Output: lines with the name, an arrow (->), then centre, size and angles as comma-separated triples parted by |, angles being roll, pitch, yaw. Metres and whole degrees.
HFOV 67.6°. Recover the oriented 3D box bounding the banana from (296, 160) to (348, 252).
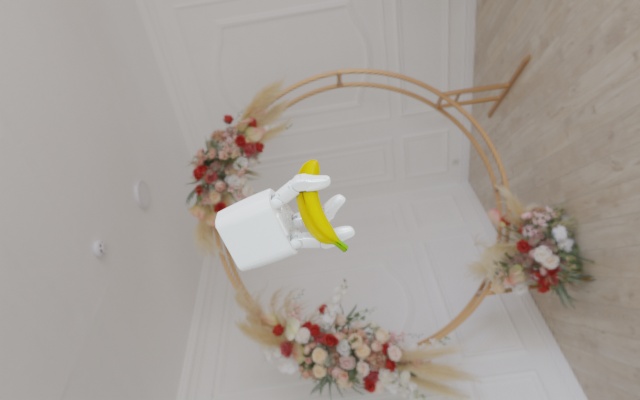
banana -> -0.011, -0.001, 0.791 | 0.037, 0.197, 0.070 | -36, -40, 25
